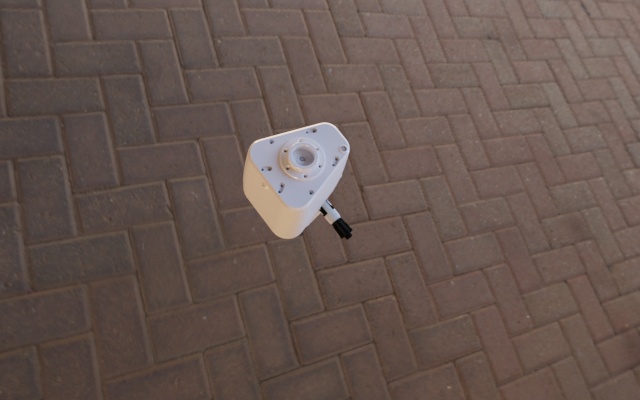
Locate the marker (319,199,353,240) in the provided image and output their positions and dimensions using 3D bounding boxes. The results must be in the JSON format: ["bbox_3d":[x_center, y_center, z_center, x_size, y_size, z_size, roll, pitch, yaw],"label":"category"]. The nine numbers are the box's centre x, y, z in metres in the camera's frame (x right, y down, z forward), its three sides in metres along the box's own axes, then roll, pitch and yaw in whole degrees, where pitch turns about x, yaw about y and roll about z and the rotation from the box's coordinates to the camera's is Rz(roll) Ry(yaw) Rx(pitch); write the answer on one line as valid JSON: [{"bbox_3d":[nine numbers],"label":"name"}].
[{"bbox_3d":[0.000,0.002,0.624,0.020,0.121,0.020,-38,-10,-8],"label":"marker"}]
